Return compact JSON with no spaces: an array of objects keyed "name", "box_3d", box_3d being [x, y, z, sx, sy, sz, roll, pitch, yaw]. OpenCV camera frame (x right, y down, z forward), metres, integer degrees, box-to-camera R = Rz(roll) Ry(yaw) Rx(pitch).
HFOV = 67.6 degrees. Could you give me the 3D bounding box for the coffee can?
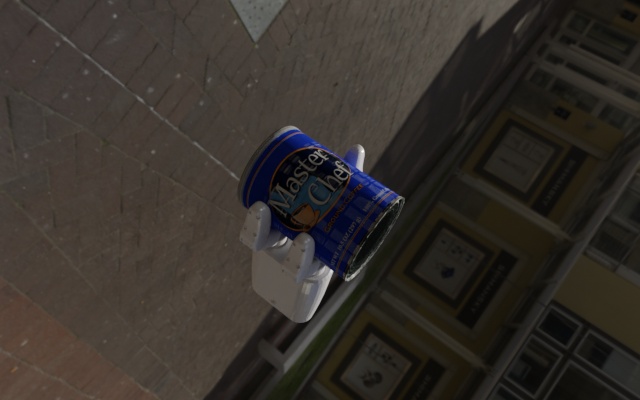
[{"name":"coffee can","box_3d":[0.000,0.001,0.496,0.140,0.103,0.103,35,11,16]}]
